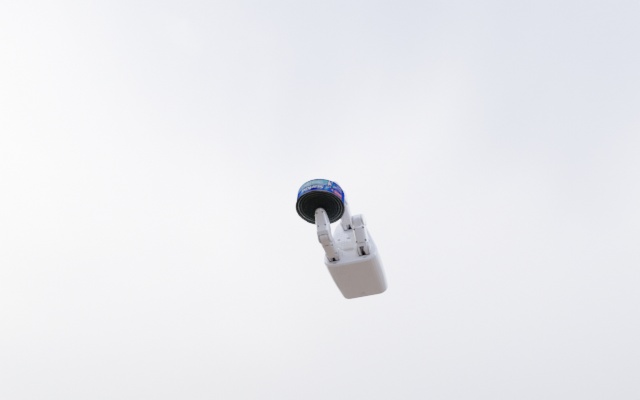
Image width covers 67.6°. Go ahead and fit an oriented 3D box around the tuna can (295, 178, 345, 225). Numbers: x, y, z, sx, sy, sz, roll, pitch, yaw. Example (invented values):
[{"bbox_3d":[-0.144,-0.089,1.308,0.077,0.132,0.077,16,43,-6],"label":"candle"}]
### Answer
[{"bbox_3d":[0.000,0.002,0.830,0.086,0.086,0.033,3,45,3],"label":"tuna can"}]
